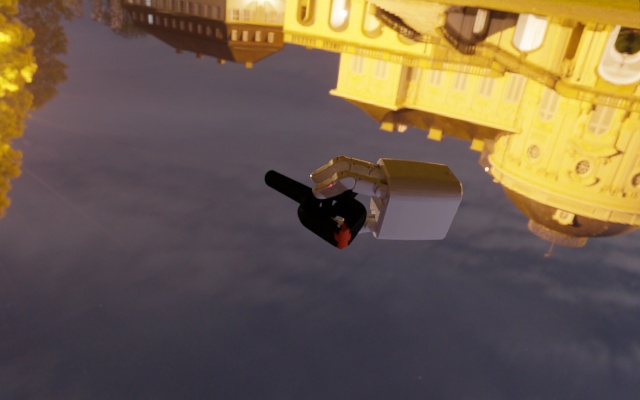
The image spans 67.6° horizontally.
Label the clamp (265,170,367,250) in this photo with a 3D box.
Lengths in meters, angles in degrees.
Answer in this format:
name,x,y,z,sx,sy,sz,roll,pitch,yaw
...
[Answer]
name,x,y,z,sx,sy,sz,roll,pitch,yaw
clamp,0.000,0.003,0.680,0.164,0.036,0.210,2,26,-5
